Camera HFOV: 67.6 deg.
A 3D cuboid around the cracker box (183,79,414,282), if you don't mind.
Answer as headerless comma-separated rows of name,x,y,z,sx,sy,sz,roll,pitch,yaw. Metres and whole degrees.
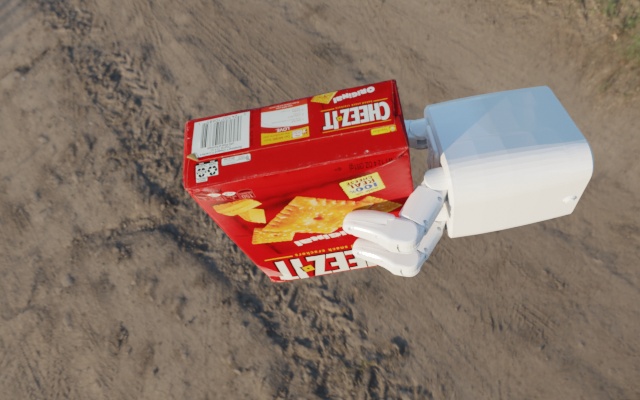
cracker box,0.000,0.001,0.428,0.164,0.072,0.214,-10,-30,8
